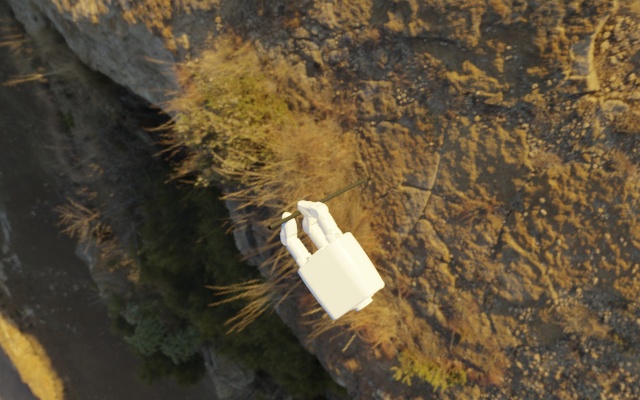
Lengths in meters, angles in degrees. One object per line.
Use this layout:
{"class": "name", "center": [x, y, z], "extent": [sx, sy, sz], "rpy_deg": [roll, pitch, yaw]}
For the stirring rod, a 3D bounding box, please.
{"class": "stirring rod", "center": [0.000, 0.003, 0.855], "extent": [0.239, 0.011, 0.011], "rpy_deg": [-27, 18, -39]}
